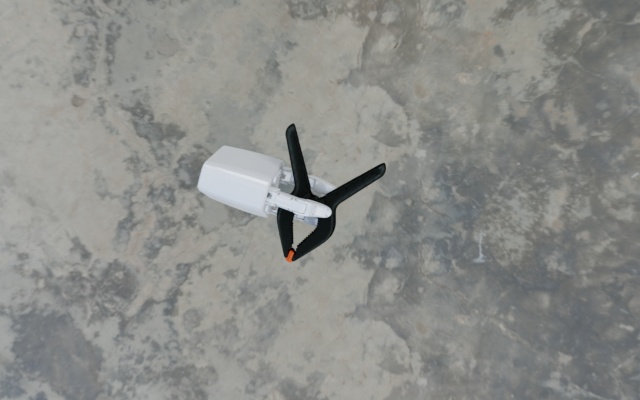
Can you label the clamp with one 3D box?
[{"bbox_3d":[0.000,0.003,0.746,0.164,0.210,0.036,17,9,1],"label":"clamp"}]
